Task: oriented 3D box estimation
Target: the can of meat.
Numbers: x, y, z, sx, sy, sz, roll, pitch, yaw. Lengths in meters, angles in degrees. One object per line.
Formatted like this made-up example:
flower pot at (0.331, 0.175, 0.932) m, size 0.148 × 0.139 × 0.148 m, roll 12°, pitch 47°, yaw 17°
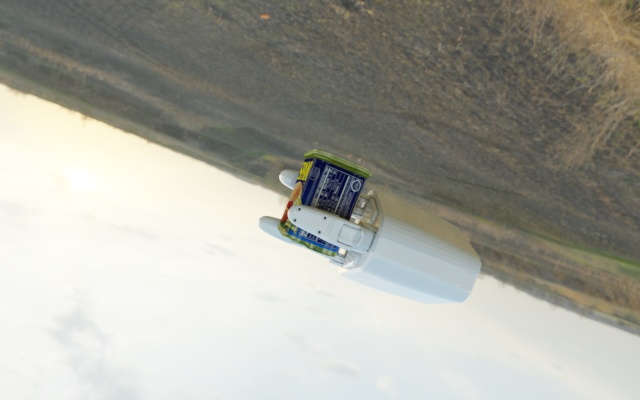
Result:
can of meat at (0.000, 0.002, 0.458) m, size 0.057 × 0.084 × 0.102 m, roll 22°, pitch 0°, yaw -10°
